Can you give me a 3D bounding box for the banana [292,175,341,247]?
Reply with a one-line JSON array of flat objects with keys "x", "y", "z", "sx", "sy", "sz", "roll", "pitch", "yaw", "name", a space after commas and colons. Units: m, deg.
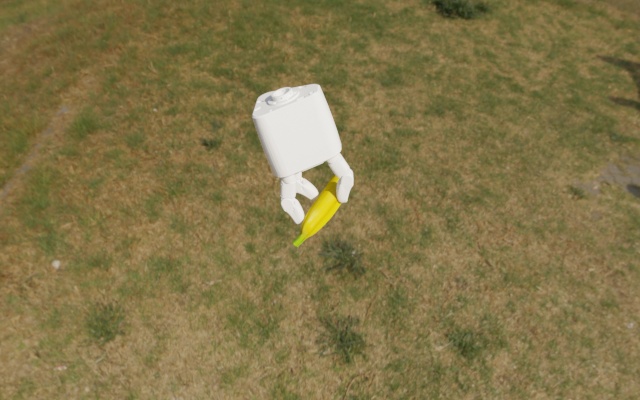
[{"x": 0.011, "y": -0.001, "z": 0.835, "sx": 0.070, "sy": 0.037, "sz": 0.197, "roll": -27, "pitch": 19, "yaw": 43, "name": "banana"}]
